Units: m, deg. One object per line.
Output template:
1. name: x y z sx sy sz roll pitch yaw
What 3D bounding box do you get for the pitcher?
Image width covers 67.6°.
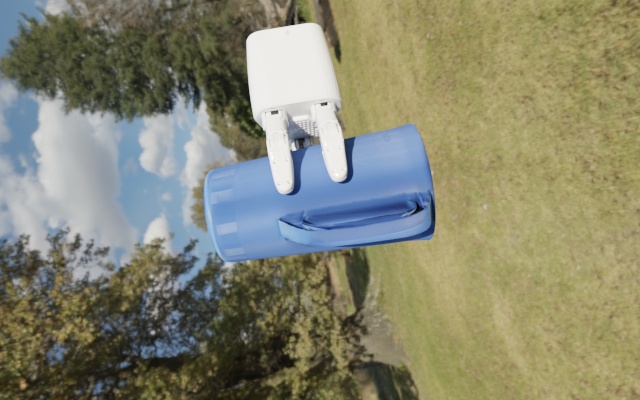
1. pitcher: 0.000 0.002 0.531 0.243 0.145 0.149 -10 -21 0
